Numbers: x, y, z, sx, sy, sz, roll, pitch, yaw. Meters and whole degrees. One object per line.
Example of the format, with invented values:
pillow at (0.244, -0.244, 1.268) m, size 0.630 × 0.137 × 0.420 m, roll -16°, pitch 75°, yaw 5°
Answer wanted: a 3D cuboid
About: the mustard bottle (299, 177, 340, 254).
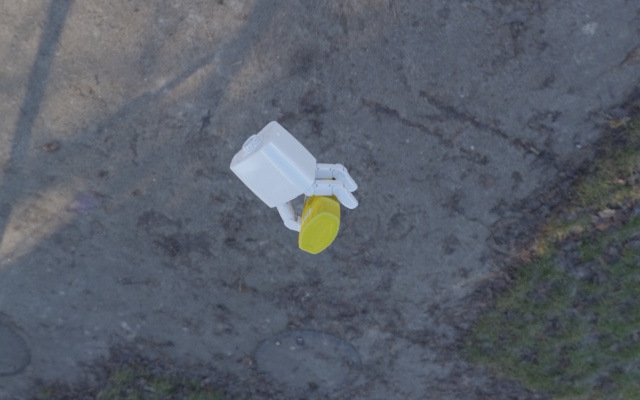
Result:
mustard bottle at (0.000, 0.003, 0.876) m, size 0.058 × 0.096 × 0.191 m, roll 22°, pitch 33°, yaw -13°
